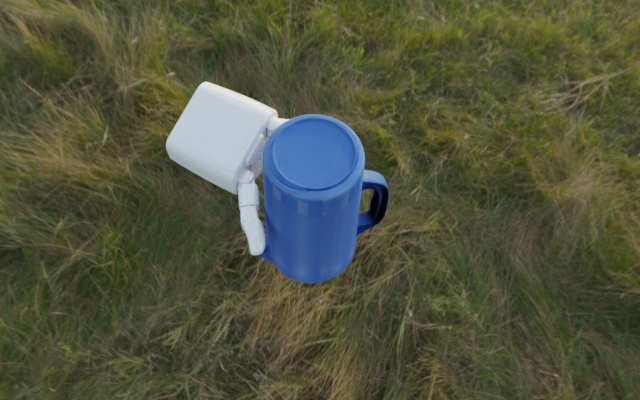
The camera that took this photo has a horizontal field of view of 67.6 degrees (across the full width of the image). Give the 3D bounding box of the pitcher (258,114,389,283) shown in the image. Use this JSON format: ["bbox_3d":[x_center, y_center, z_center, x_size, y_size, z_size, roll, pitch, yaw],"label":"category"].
[{"bbox_3d":[0.000,0.002,0.601,0.145,0.149,0.243,28,-24,11],"label":"pitcher"}]
